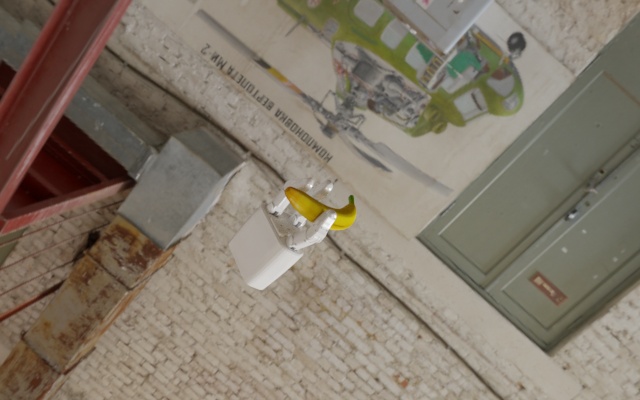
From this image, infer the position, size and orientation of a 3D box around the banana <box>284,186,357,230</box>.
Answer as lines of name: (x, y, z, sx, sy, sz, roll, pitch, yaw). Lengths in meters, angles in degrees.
banana: (0.010, 0.018, 0.819, 0.037, 0.069, 0.198, -40, -25, 25)
